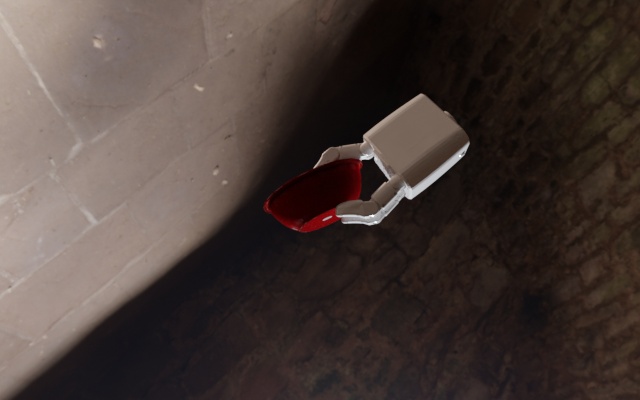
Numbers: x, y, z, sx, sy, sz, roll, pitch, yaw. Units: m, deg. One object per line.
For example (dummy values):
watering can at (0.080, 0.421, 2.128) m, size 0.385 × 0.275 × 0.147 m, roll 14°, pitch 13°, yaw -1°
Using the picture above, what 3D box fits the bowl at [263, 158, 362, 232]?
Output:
bowl at (-0.001, 0.003, 0.705) m, size 0.162 × 0.055 × 0.162 m, roll -24°, pitch -14°, yaw -6°
